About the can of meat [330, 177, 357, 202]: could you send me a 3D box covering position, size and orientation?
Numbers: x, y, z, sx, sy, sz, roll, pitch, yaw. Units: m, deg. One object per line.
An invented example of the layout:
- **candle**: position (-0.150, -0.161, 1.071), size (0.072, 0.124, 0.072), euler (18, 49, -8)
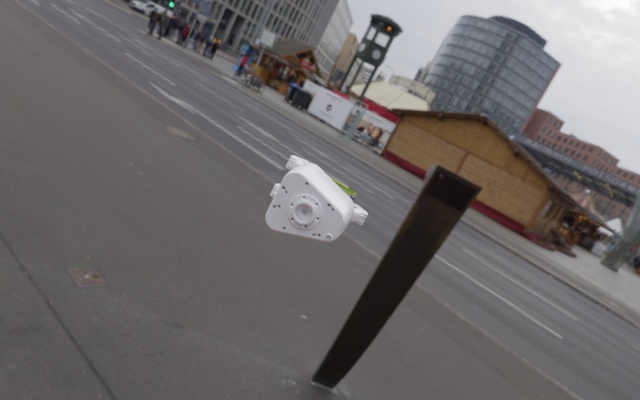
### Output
- **can of meat**: position (0.000, 0.002, 0.803), size (0.102, 0.084, 0.057), euler (29, 12, 7)
